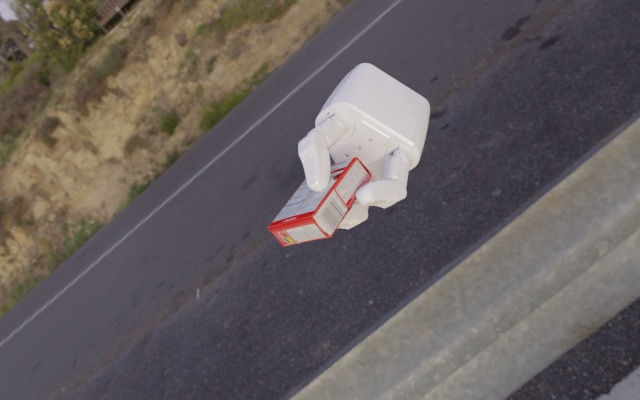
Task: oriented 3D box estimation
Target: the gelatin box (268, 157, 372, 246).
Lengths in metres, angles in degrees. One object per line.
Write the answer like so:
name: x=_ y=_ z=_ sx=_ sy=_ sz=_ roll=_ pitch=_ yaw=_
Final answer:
gelatin box: x=0.000 y=0.001 z=0.465 sx=0.073 sy=0.030 sz=0.089 roll=-16 pitch=30 yaw=49
